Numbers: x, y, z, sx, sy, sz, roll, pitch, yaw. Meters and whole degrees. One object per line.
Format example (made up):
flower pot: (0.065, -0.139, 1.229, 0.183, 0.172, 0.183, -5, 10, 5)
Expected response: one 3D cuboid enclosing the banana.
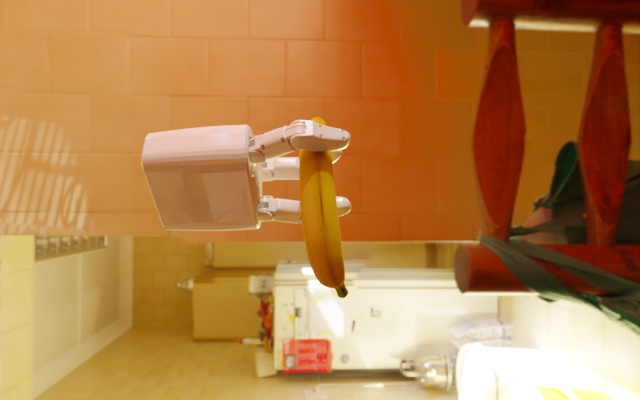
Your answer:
banana: (-0.001, 0.003, 0.488, 0.037, 0.197, 0.069, -7, -8, 3)
